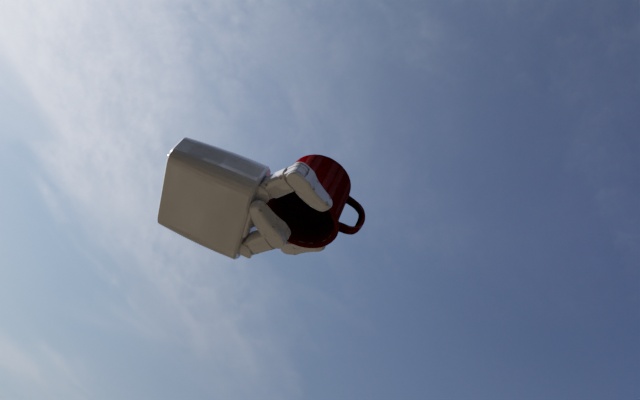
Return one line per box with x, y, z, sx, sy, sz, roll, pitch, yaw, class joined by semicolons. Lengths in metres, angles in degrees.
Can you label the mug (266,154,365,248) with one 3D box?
0.002;0.002;0.582;0.117;0.093;0.081;23;44;4;mug
